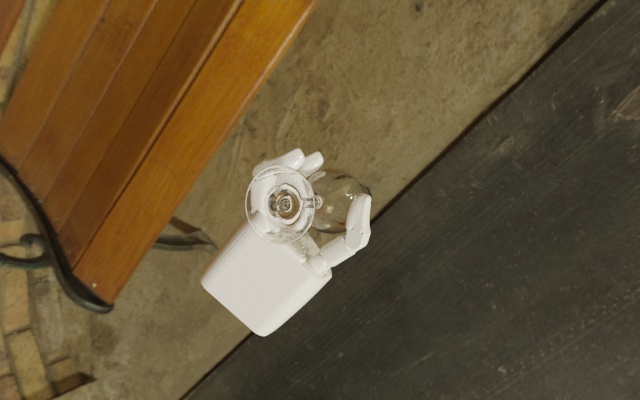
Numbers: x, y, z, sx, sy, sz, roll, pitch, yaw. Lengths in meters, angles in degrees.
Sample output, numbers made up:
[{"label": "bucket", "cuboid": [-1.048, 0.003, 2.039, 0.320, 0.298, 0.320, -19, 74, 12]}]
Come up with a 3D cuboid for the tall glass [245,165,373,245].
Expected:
[{"label": "tall glass", "cuboid": [0.000, 0.002, 0.534, 0.079, 0.079, 0.201, 0, 2, 23]}]
